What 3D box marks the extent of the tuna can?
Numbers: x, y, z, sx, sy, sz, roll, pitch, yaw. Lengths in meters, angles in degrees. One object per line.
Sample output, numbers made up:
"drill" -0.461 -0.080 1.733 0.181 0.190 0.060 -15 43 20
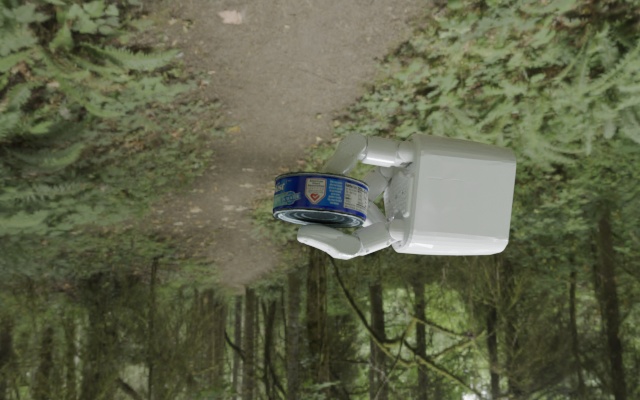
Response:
"tuna can" 0.000 0.002 0.430 0.086 0.033 0.086 5 -12 1
